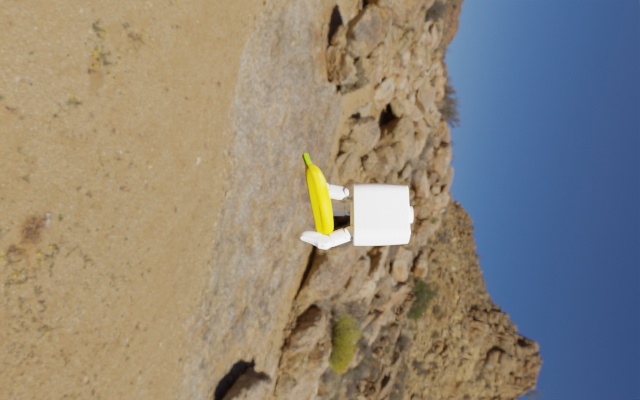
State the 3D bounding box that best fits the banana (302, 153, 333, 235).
[{"bbox_3d":[0.001,0.011,0.879,0.037,0.198,0.069,-10,35,0],"label":"banana"}]
